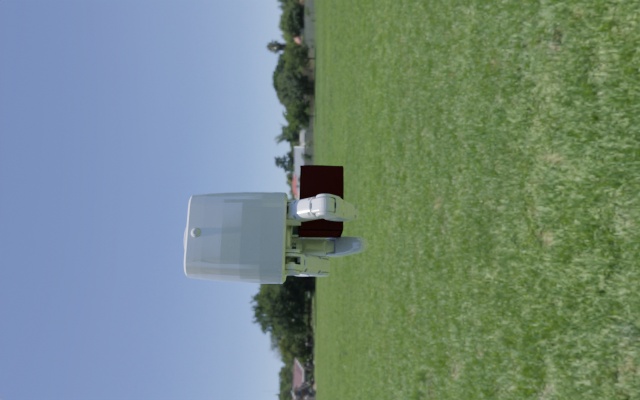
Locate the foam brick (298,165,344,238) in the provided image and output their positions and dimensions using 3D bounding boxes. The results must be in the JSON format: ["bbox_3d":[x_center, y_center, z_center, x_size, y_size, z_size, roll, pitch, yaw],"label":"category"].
[{"bbox_3d":[0.000,0.002,0.558,0.051,0.078,0.053,1,-14,-1],"label":"foam brick"}]
